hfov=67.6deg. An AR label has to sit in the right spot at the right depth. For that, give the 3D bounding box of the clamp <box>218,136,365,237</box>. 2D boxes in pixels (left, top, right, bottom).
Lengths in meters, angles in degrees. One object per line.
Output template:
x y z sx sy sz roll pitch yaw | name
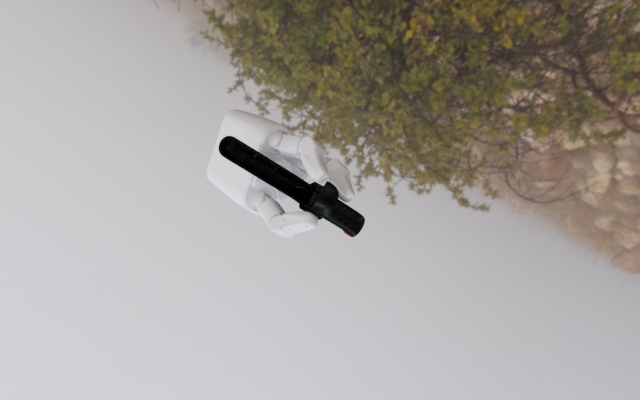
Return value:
0.000 0.003 0.540 0.164 0.036 0.210 28 -5 43 | clamp
